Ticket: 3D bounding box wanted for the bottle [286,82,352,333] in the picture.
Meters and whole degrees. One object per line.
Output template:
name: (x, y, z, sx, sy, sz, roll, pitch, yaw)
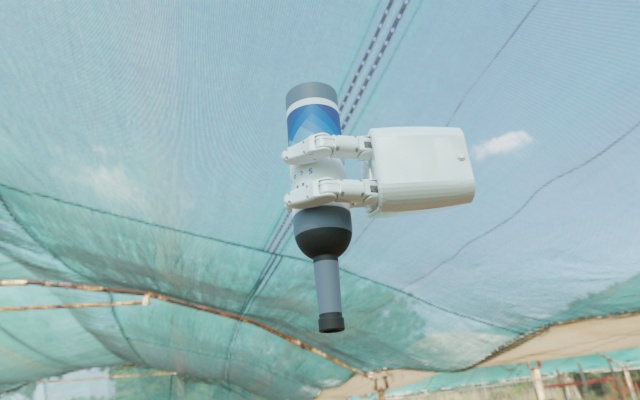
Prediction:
bottle: (0.000, 0.002, 0.555, 0.069, 0.295, 0.069, -4, -24, -2)
